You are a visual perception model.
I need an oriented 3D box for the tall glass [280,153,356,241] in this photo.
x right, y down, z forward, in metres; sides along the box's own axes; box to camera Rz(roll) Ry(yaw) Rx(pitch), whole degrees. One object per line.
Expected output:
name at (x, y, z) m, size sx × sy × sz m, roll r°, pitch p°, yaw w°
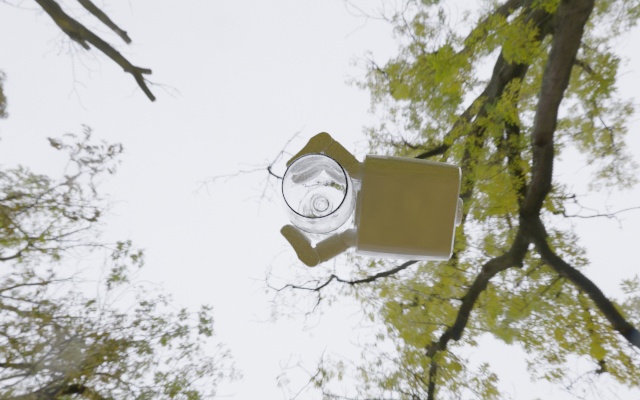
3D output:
tall glass at (0.000, 0.002, 0.534) m, size 0.079 × 0.079 × 0.201 m, roll 0°, pitch -9°, yaw 4°
